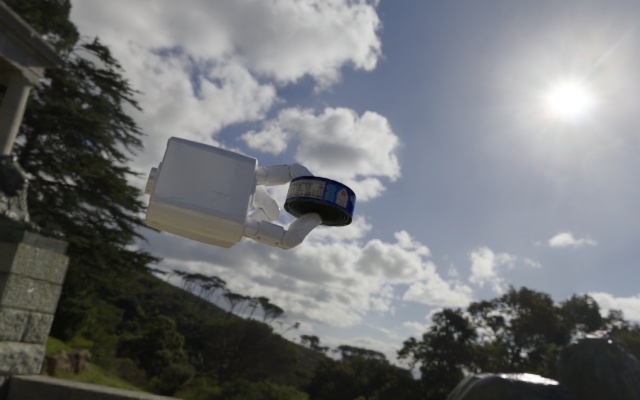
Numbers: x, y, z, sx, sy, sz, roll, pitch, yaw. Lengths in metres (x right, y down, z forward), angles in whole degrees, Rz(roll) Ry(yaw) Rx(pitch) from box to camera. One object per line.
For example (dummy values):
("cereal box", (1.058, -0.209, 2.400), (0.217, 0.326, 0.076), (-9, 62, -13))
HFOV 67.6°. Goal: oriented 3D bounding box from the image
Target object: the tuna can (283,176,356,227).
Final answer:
("tuna can", (0.000, 0.001, 0.585), (0.086, 0.033, 0.086), (12, -19, 4))
